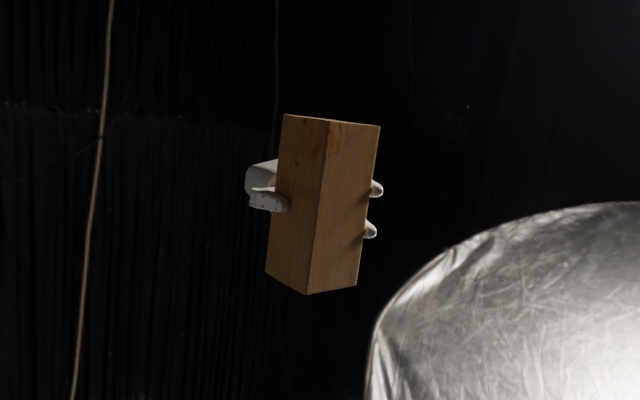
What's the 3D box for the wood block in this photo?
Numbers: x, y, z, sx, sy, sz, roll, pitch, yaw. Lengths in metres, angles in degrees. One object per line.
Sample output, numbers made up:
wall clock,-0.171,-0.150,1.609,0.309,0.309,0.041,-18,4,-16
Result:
wood block,0.000,0.002,0.604,0.091,0.206,0.090,-2,14,-41
